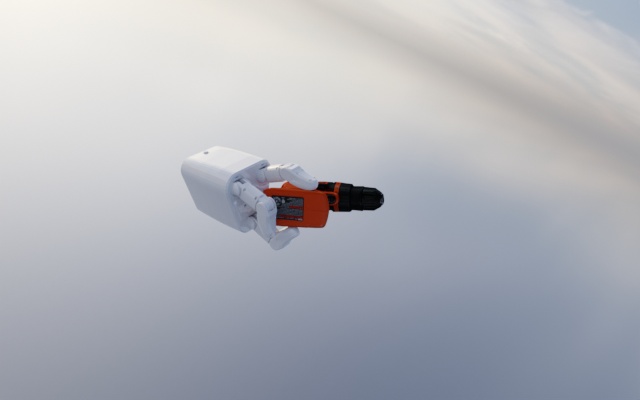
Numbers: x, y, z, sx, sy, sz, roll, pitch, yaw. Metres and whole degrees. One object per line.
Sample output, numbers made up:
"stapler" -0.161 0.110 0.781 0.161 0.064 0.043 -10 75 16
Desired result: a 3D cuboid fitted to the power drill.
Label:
"power drill" 0.000 0.002 0.766 0.184 0.057 0.187 2 6 16
